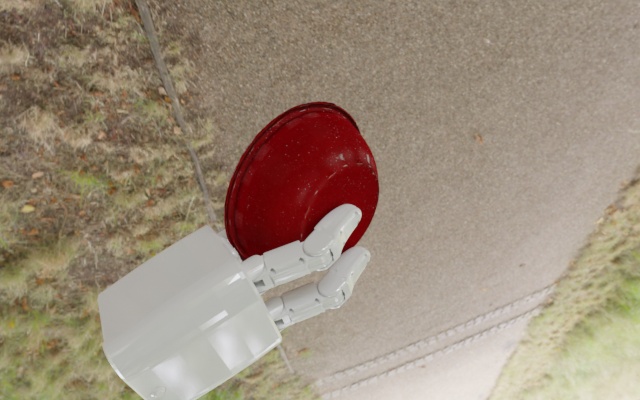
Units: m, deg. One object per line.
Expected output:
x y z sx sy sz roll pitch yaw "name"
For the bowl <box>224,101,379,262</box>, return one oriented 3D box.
0.001 0.001 0.409 0.055 0.162 0.162 30 19 37 "bowl"
